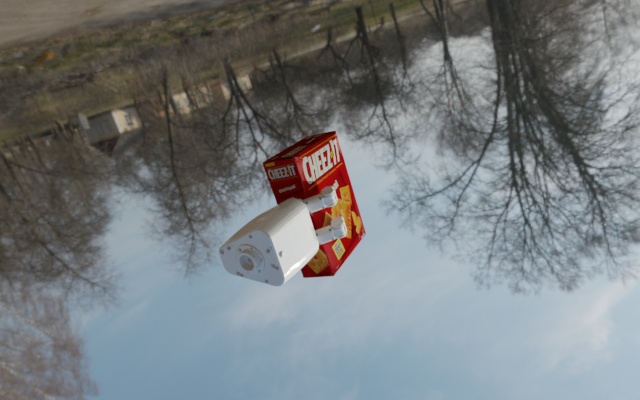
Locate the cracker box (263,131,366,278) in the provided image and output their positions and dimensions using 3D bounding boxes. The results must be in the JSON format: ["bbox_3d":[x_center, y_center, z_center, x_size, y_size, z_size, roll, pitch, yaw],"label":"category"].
[{"bbox_3d":[0.000,0.003,0.840,0.072,0.214,0.164,-8,18,30],"label":"cracker box"}]
